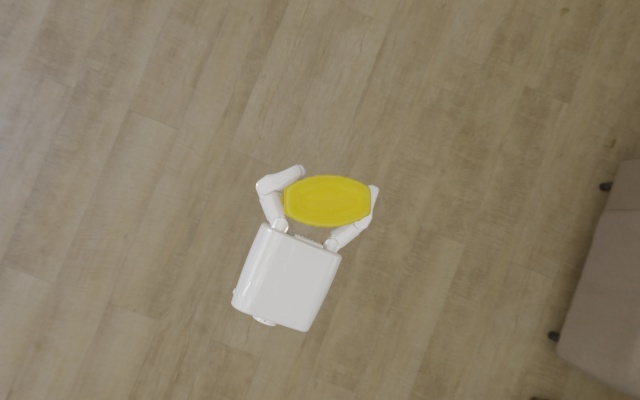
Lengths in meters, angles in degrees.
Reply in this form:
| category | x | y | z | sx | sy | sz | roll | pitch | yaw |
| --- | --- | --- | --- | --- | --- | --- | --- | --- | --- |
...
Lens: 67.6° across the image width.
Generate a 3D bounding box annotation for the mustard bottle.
| category | x | y | z | sx | sy | sz | roll | pitch | yaw |
| --- | --- | --- | --- | --- | --- | --- | --- | --- | --- |
| mustard bottle | 0.000 | 0.002 | 0.605 | 0.096 | 0.058 | 0.191 | -2 | -1 | -6 |
